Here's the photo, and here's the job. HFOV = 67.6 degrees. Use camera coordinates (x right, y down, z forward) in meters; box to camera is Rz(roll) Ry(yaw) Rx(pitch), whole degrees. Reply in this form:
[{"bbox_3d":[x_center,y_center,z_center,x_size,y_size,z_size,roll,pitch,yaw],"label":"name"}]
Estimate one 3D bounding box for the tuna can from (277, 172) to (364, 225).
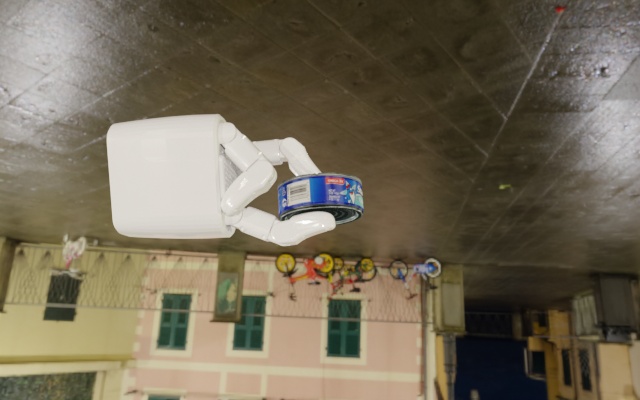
[{"bbox_3d":[0.000,0.002,0.478,0.086,0.033,0.086,-3,-16,-1],"label":"tuna can"}]
